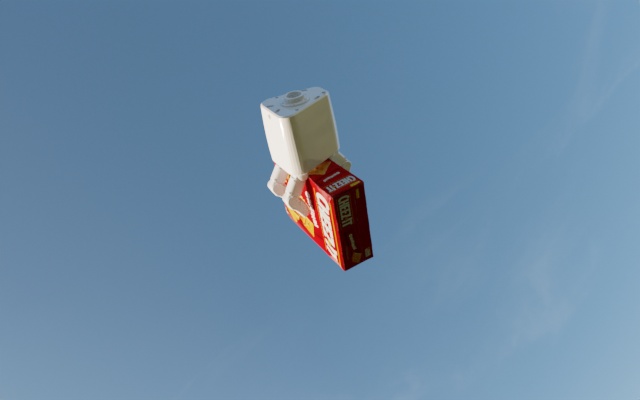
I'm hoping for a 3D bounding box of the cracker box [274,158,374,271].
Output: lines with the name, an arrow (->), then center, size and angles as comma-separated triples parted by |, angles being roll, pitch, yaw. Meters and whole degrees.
cracker box -> 0.000, 0.003, 0.864 | 0.072, 0.164, 0.213 | -26, 38, -19
